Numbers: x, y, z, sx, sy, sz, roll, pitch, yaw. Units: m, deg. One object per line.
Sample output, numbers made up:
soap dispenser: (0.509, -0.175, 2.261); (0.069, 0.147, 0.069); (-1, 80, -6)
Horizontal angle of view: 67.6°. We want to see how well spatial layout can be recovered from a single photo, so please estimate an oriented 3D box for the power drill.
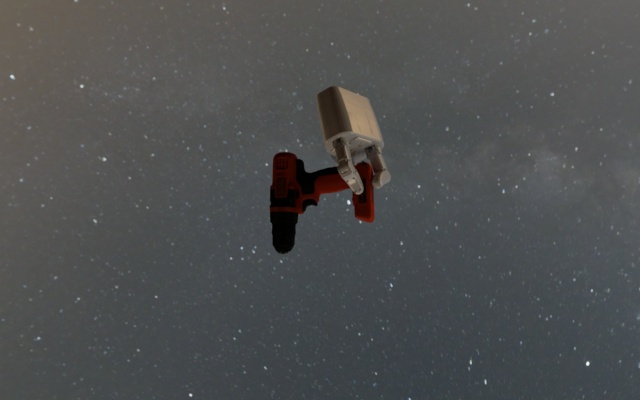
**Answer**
power drill: (0.001, 0.003, 0.848); (0.187, 0.184, 0.057); (-1, -5, 11)
